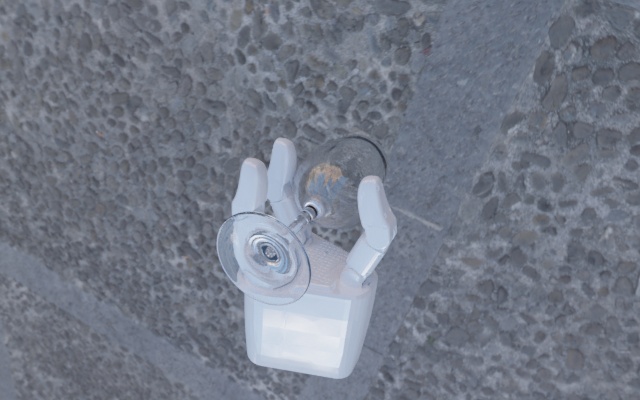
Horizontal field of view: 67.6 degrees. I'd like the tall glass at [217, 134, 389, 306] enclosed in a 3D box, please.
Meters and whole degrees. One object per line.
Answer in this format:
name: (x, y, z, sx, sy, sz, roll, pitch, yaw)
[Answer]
tall glass: (0.000, 0.002, 0.408, 0.079, 0.079, 0.201, 0, 24, 27)
